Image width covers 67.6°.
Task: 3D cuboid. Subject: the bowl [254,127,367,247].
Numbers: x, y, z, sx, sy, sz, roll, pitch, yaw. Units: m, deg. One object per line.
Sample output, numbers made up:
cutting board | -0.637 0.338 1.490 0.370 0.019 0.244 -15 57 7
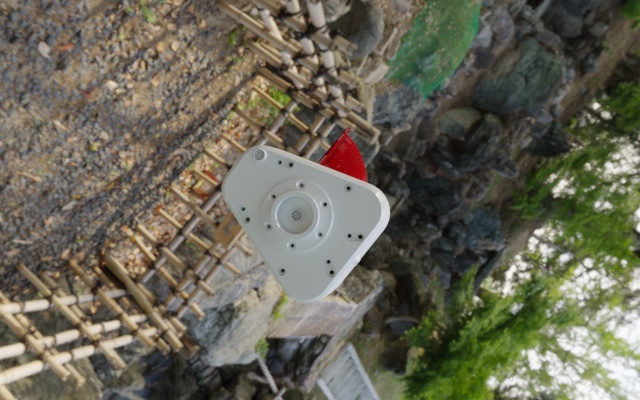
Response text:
bowl | 0.001 0.002 0.512 0.055 0.162 0.162 38 -2 -2
